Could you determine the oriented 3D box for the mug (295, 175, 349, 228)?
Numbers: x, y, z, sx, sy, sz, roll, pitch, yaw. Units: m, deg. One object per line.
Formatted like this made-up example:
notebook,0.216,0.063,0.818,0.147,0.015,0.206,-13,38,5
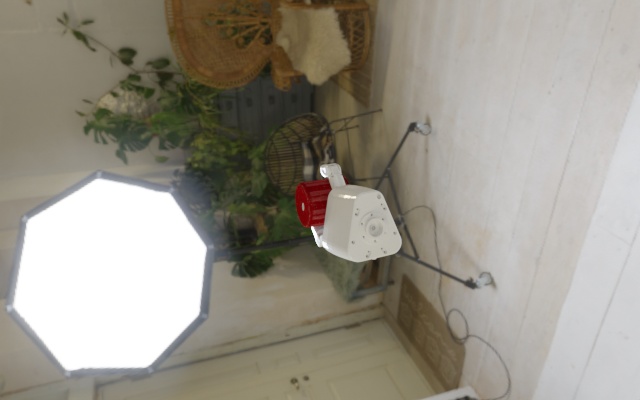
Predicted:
mug,-0.001,0.003,0.874,0.081,0.093,0.117,-9,6,-19
